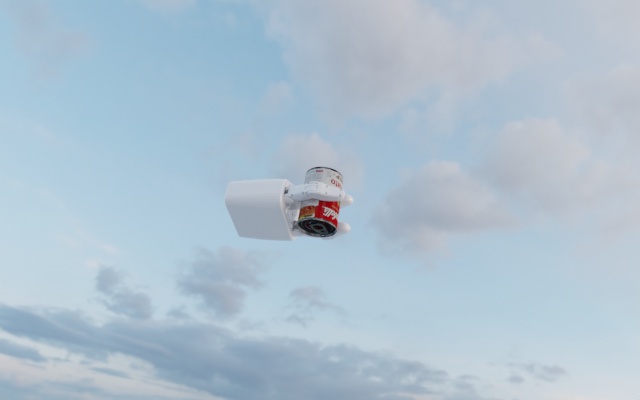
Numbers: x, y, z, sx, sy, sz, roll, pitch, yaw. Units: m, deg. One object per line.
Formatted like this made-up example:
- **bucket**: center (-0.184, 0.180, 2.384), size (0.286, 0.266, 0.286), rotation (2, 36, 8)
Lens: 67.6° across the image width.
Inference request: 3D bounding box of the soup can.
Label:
- **soup can**: center (0.001, 0.002, 0.808), size (0.068, 0.102, 0.068), rotation (7, -28, 4)
